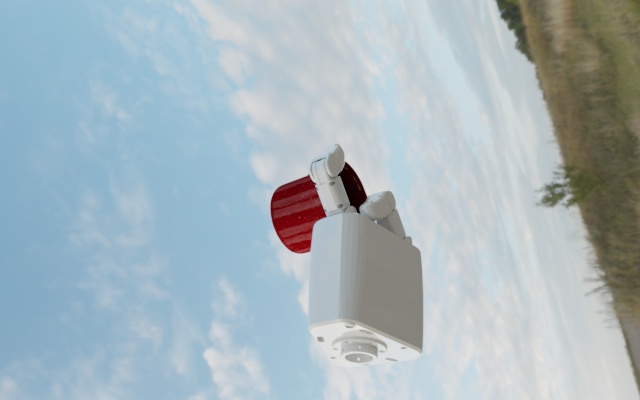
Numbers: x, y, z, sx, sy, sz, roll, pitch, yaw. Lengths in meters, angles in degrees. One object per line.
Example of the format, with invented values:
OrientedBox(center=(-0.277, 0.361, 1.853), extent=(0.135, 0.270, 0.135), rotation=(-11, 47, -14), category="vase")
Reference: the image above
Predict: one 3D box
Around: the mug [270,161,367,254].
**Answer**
OrientedBox(center=(0.000, 0.001, 0.531), extent=(0.081, 0.117, 0.093), rotation=(-18, -44, 27), category="mug")
